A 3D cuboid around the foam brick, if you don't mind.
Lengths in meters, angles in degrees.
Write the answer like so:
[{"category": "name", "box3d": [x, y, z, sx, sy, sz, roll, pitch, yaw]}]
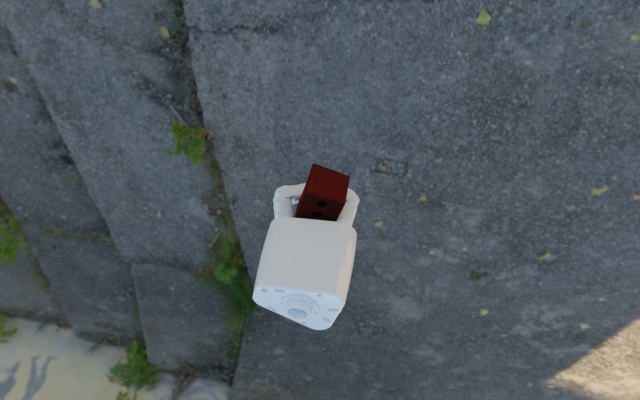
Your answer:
[{"category": "foam brick", "box3d": [0.000, 0.002, 0.625, 0.053, 0.051, 0.078, 17, -43, -5]}]
